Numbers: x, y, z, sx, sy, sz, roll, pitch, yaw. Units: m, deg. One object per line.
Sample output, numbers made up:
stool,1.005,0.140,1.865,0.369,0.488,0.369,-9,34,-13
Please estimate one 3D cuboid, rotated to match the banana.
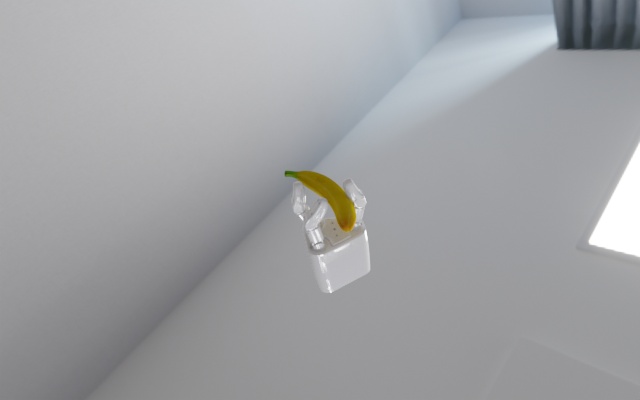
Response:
banana,0.014,-0.005,0.838,0.069,0.037,0.197,-21,40,-27
